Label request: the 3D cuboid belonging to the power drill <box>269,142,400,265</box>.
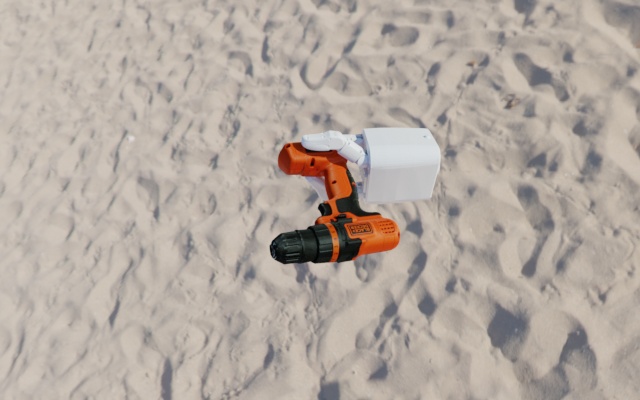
[{"bbox_3d":[0.000,0.002,0.667,0.184,0.187,0.057,-4,-35,-26],"label":"power drill"}]
